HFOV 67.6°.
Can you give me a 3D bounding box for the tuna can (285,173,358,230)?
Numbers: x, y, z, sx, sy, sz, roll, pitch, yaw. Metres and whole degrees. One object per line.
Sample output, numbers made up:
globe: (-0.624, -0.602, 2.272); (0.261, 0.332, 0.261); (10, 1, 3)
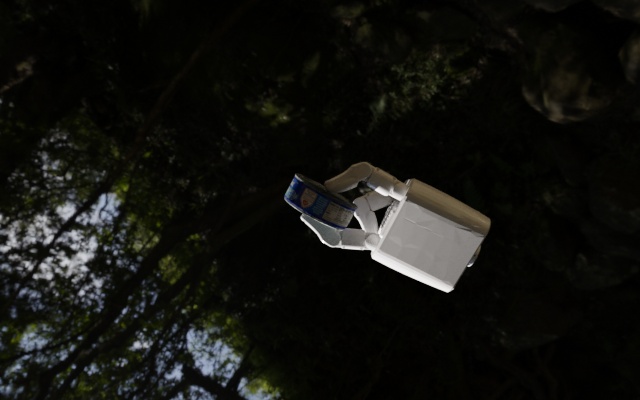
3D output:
tuna can: (0.000, 0.002, 0.578); (0.086, 0.034, 0.086); (28, 6, -3)
